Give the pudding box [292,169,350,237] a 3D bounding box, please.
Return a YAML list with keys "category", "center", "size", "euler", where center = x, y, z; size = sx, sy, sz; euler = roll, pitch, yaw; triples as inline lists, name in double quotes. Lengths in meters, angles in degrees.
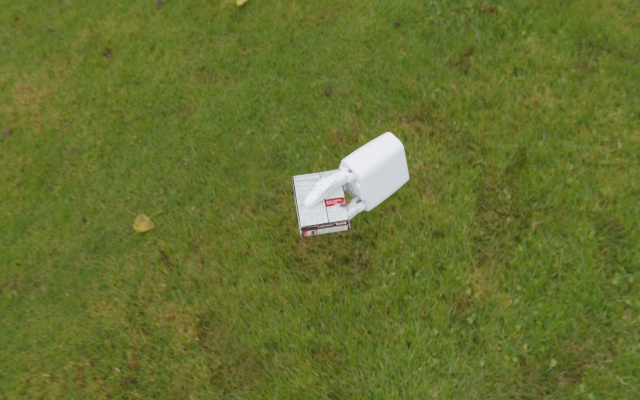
- category: "pudding box"
  center: [0.000, 0.003, 0.854]
  size: [0.090, 0.113, 0.039]
  euler: [-9, -31, -1]
